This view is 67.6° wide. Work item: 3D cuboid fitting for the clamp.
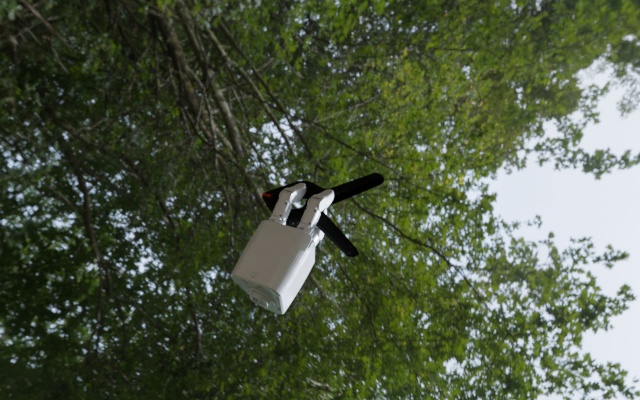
[{"bbox_3d":[0.000,0.003,0.820,0.210,0.164,0.036,14,-33,27],"label":"clamp"}]
